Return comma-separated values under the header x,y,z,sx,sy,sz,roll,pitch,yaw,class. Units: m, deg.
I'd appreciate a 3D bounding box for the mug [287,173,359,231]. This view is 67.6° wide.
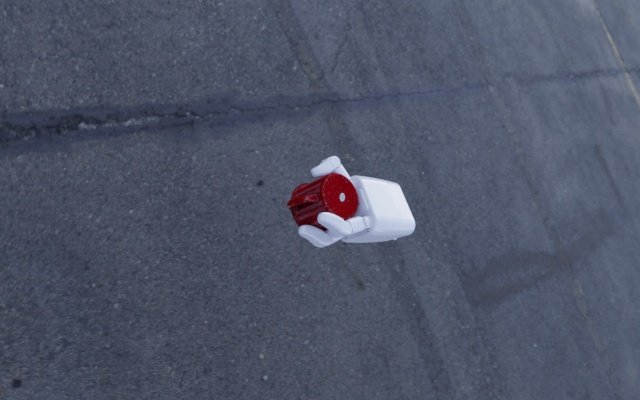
x,y,z,sx,sy,sz,roll,pitch,yaw,class
-0.001,0.002,0.793,0.117,0.093,0.081,4,-19,-39,mug
